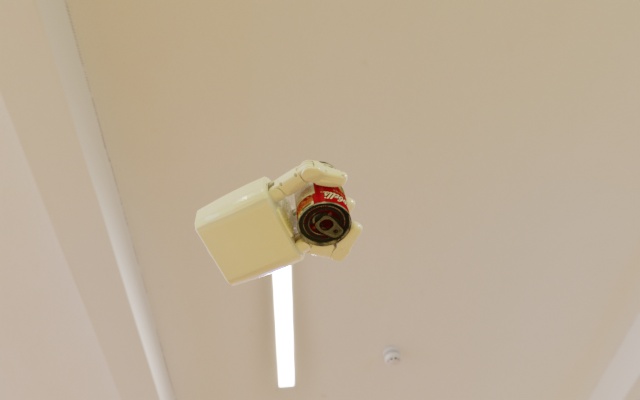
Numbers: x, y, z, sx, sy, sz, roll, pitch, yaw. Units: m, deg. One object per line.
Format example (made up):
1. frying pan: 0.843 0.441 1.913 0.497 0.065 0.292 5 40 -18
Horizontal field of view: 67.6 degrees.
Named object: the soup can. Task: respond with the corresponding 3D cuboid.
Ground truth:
1. soup can: 0.000 0.002 0.627 0.068 0.068 0.102 0 35 -7
